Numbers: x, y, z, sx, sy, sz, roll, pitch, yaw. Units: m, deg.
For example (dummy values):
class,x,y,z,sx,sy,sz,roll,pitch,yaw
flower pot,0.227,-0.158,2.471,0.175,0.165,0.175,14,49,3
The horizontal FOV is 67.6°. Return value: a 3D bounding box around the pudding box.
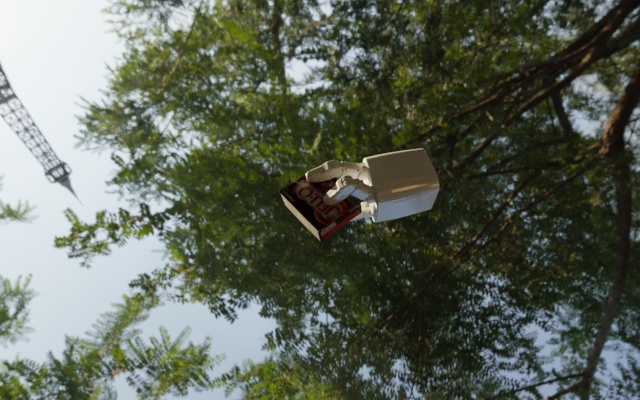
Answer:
class,x,y,z,sx,sy,sz,roll,pitch,yaw
pudding box,0.000,0.003,0.795,0.090,0.039,0.113,-34,53,-19
